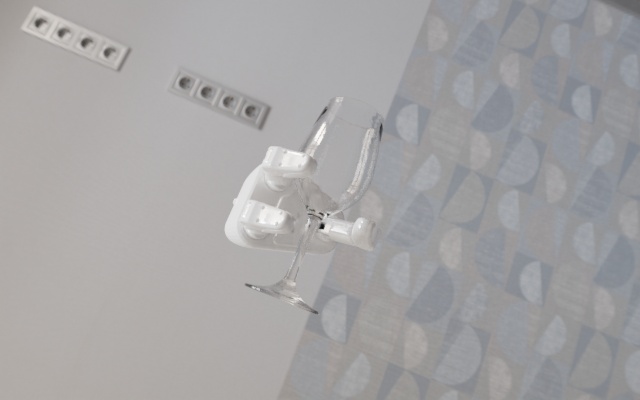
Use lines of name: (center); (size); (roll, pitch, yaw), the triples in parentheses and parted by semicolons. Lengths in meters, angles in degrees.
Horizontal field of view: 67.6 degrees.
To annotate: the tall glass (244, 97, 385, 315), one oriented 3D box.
tall glass: (0.000, 0.002, 0.461); (0.079, 0.201, 0.079); (21, -13, 5)
